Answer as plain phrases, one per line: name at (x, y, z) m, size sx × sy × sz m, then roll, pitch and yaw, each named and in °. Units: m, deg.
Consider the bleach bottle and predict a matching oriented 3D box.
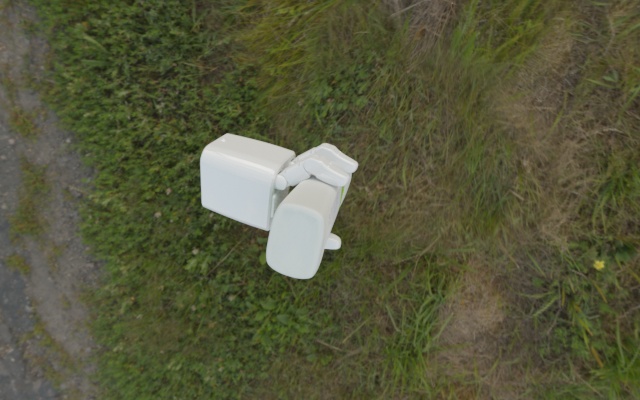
bleach bottle at (0.000, 0.002, 0.671) m, size 0.068 × 0.103 × 0.250 m, roll 17°, pitch 25°, yaw 8°
